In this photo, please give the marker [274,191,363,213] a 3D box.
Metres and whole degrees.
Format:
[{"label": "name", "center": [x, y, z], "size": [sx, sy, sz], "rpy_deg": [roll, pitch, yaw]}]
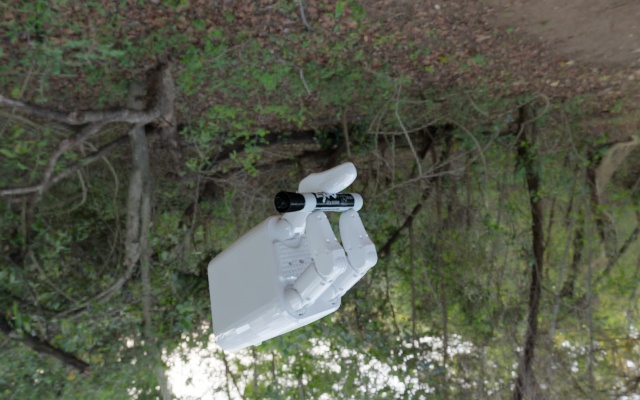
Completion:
[{"label": "marker", "center": [0.000, 0.001, 0.442], "size": [0.020, 0.020, 0.121], "rpy_deg": [0, 0, 36]}]
